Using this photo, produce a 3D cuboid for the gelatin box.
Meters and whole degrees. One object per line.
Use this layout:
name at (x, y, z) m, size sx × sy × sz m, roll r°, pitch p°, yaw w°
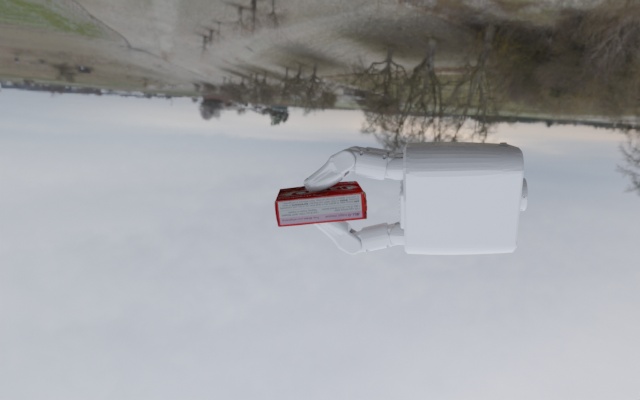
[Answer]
gelatin box at (0.000, 0.002, 0.491) m, size 0.089 × 0.030 × 0.073 m, roll -6°, pitch 11°, yaw 0°
